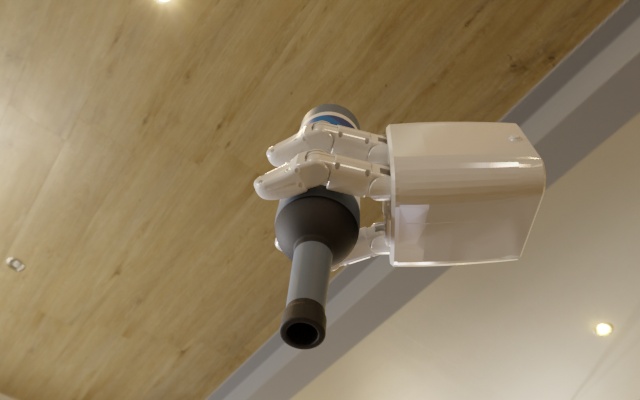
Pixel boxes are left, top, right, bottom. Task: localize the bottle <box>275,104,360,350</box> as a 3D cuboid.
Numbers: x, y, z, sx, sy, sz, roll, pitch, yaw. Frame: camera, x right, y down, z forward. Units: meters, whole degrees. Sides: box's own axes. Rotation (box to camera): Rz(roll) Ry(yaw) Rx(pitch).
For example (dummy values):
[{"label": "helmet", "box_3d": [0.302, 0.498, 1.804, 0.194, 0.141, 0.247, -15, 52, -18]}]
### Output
[{"label": "bottle", "box_3d": [0.000, 0.001, 0.404, 0.069, 0.069, 0.295, 0, 32, 5]}]
